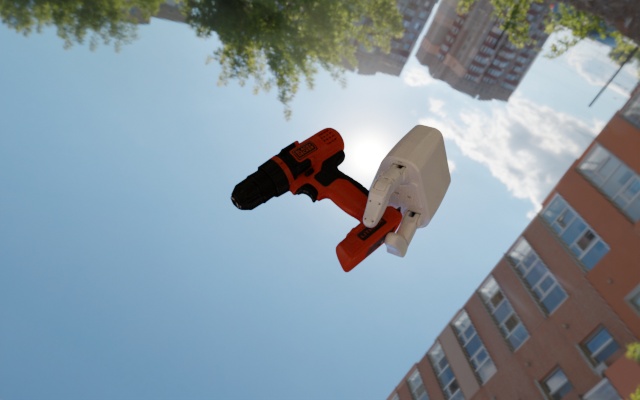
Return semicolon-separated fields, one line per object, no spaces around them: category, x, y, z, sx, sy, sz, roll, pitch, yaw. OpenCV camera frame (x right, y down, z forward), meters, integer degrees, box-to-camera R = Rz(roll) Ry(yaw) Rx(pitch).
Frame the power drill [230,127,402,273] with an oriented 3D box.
power drill;0.001;0.002;0.637;0.184;0.187;0.057;-35;-19;-22
